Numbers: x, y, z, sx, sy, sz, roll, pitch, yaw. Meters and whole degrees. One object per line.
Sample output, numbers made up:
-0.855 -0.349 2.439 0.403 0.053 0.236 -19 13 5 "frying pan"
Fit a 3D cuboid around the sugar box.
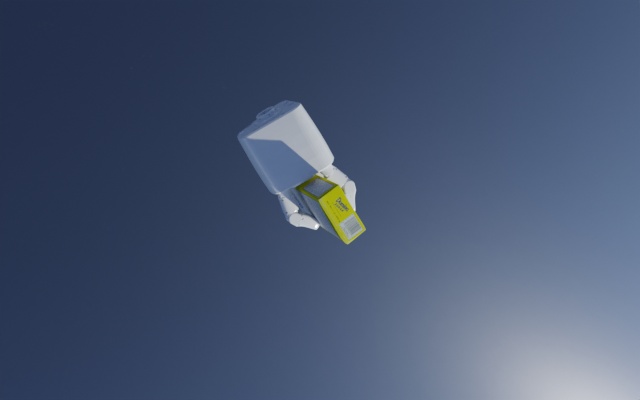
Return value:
0.001 0.002 0.792 0.048 0.093 0.176 -36 25 -9 "sugar box"
